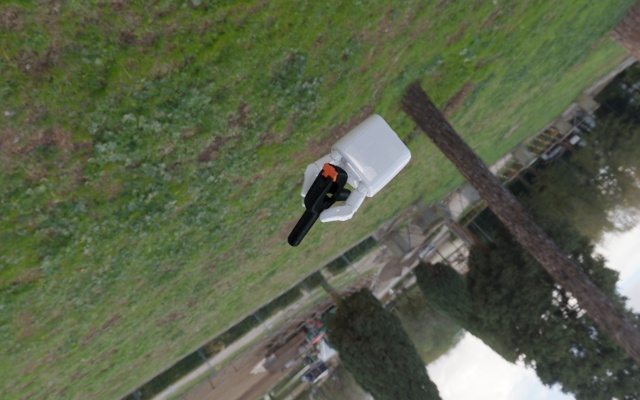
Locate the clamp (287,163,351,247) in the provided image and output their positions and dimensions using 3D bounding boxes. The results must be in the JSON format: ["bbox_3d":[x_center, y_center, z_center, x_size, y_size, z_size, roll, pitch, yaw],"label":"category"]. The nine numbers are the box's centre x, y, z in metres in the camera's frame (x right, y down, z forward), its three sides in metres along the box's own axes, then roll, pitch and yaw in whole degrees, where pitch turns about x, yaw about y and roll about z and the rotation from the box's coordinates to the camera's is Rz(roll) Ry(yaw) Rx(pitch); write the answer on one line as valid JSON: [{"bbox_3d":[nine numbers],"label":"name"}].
[{"bbox_3d":[0.001,0.003,0.851,0.036,0.164,0.210,43,-15,15],"label":"clamp"}]
